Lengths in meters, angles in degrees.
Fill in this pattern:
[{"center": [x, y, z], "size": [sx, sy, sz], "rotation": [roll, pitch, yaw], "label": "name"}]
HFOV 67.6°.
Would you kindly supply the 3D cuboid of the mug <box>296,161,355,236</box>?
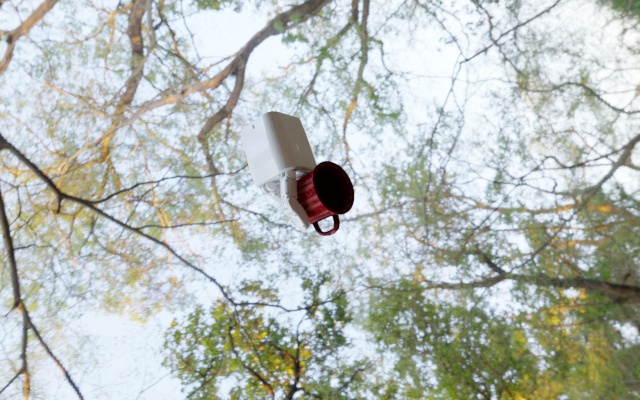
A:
[{"center": [0.000, 0.004, 0.797], "size": [0.093, 0.117, 0.081], "rotation": [-7, -13, -45], "label": "mug"}]
